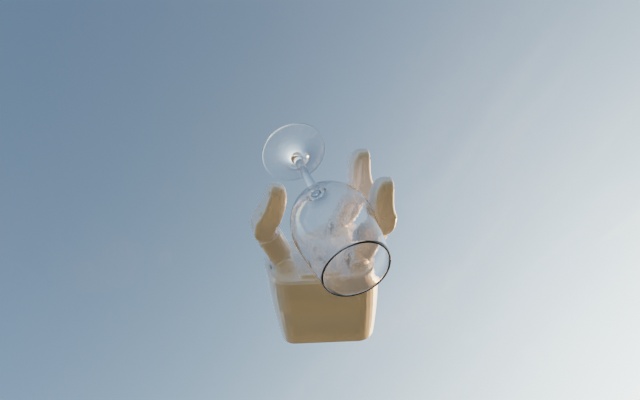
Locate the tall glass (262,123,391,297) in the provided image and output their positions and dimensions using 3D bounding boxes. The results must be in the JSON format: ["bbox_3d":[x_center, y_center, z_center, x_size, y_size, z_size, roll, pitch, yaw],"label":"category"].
[{"bbox_3d":[0.000,0.001,0.468,0.079,0.079,0.201,0,34,-21],"label":"tall glass"}]
